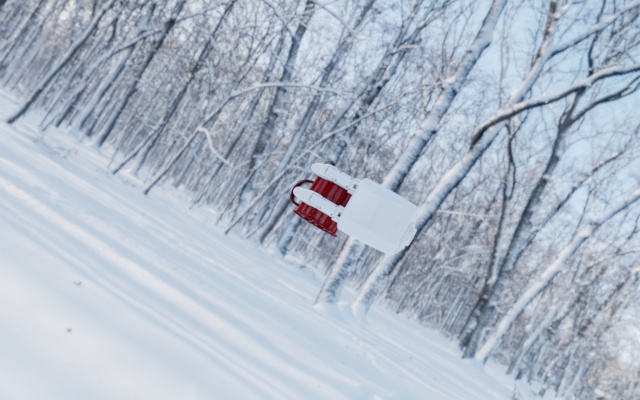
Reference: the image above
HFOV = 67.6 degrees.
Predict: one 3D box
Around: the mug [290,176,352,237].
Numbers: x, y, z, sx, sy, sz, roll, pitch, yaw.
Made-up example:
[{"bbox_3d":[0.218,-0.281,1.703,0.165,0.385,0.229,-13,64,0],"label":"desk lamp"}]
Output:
[{"bbox_3d":[-0.001,0.002,0.870,0.117,0.081,0.093,29,-6,17],"label":"mug"}]
